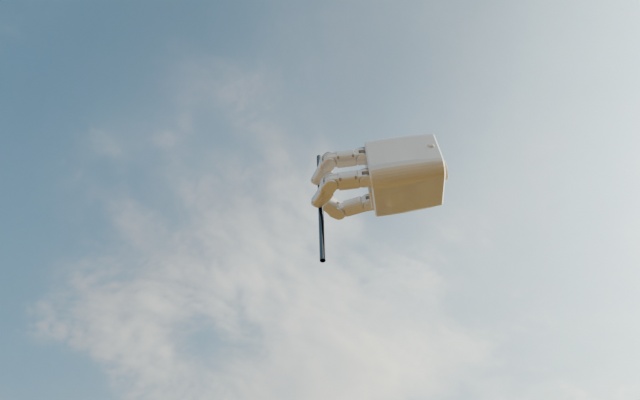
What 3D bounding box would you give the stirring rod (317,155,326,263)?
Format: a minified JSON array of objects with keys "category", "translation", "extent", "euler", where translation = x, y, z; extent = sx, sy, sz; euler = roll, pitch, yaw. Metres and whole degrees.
[{"category":"stirring rod","translation":[0.000,0.002,0.722],"extent":[0.011,0.011,0.239],"euler":[0,40,-2]}]
